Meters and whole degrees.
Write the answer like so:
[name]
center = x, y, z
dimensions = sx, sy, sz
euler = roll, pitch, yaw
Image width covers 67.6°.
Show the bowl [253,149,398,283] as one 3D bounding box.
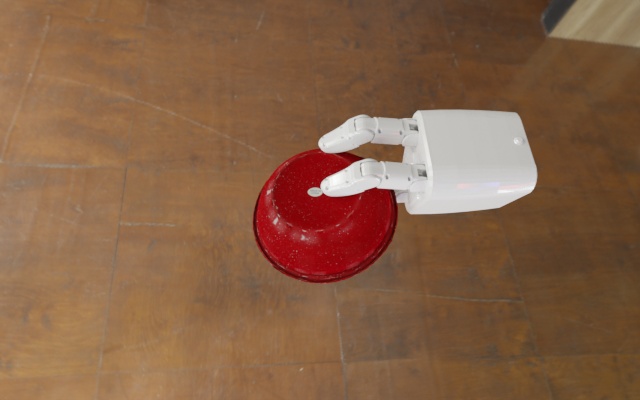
[bowl]
center = -0.001, 0.002, 0.502
dimensions = 0.162, 0.162, 0.055
euler = 0, -27, 10
